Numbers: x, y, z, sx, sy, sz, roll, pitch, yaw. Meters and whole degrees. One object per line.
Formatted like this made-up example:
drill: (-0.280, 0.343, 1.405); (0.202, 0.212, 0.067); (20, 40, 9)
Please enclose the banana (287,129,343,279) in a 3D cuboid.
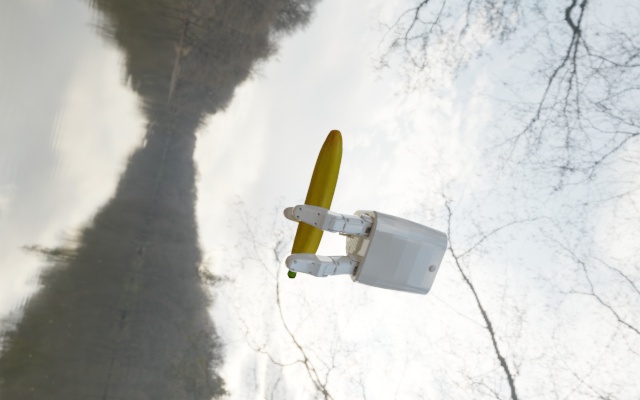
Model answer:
banana: (-0.003, 0.007, 0.627); (0.037, 0.198, 0.069); (16, -6, -6)
